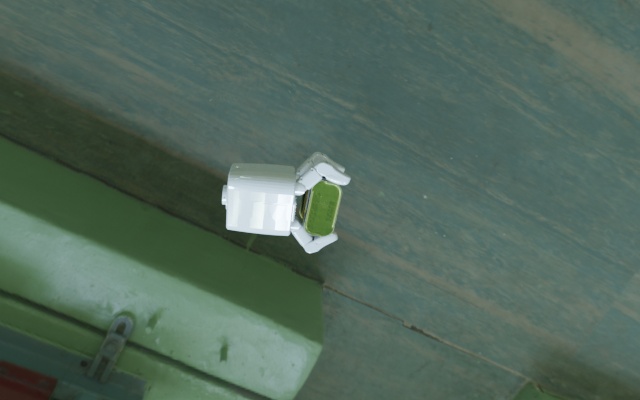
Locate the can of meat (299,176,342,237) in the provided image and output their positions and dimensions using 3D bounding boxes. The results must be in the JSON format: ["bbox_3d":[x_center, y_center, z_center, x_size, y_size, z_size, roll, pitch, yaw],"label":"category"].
[{"bbox_3d":[0.000,0.003,0.816,0.057,0.102,0.084,9,16,-8],"label":"can of meat"}]
